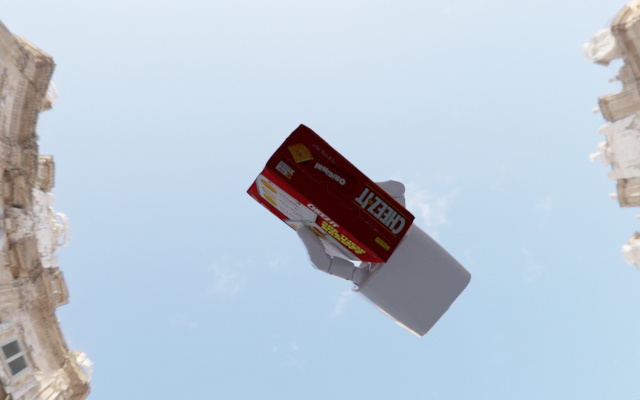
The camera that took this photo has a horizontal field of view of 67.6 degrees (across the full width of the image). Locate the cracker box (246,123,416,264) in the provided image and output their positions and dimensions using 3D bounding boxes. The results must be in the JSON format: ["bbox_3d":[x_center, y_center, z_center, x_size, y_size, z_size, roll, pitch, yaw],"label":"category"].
[{"bbox_3d":[0.000,0.002,0.596,0.164,0.072,0.214,38,-14,-7],"label":"cracker box"}]
